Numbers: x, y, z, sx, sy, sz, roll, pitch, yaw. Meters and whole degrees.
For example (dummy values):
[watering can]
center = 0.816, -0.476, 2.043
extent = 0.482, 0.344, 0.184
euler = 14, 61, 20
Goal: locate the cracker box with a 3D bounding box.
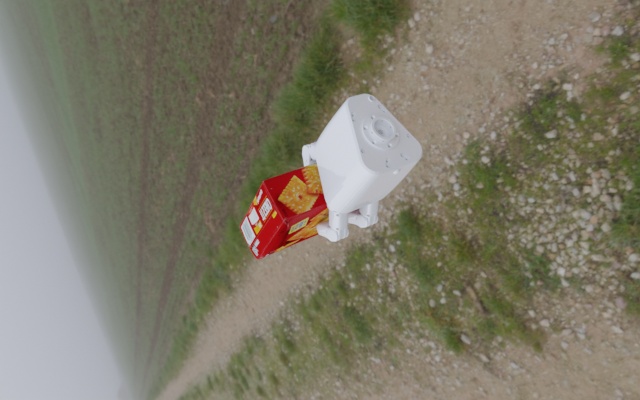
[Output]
[cracker box]
center = 0.000, 0.002, 0.722
extent = 0.213, 0.072, 0.164
euler = -20, -16, -29
